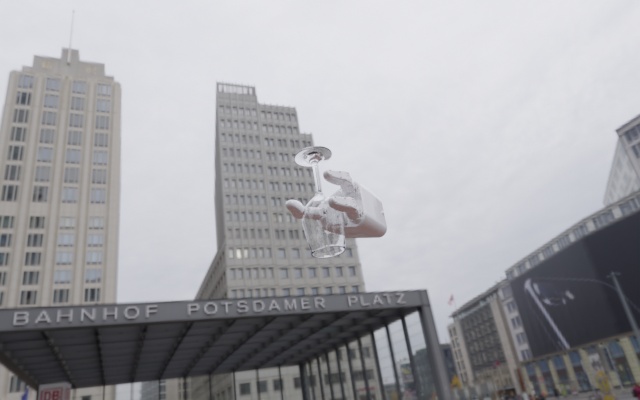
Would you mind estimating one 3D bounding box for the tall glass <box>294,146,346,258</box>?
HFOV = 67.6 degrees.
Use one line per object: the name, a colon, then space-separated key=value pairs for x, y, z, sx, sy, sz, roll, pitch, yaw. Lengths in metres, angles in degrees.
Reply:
tall glass: x=0.000 y=0.002 z=0.890 sx=0.079 sy=0.201 sz=0.079 roll=-7 pitch=-25 yaw=-3
